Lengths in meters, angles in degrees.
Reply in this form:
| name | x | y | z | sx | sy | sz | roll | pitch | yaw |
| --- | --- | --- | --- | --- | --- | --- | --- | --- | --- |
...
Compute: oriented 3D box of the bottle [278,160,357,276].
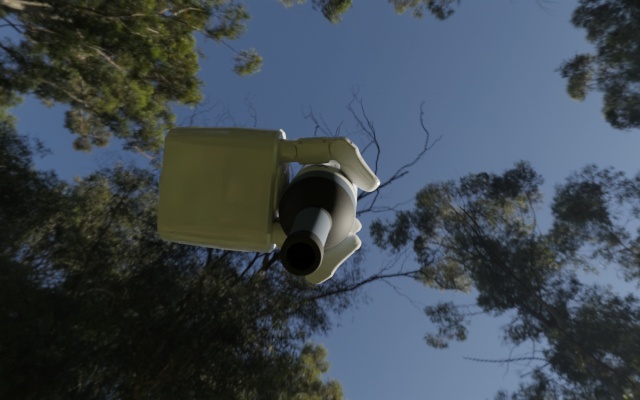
| name | x | y | z | sx | sy | sz | roll | pitch | yaw |
| --- | --- | --- | --- | --- | --- | --- | --- | --- | --- |
| bottle | 0.000 | 0.001 | 0.445 | 0.069 | 0.069 | 0.295 | 0 | 13 | 5 |
